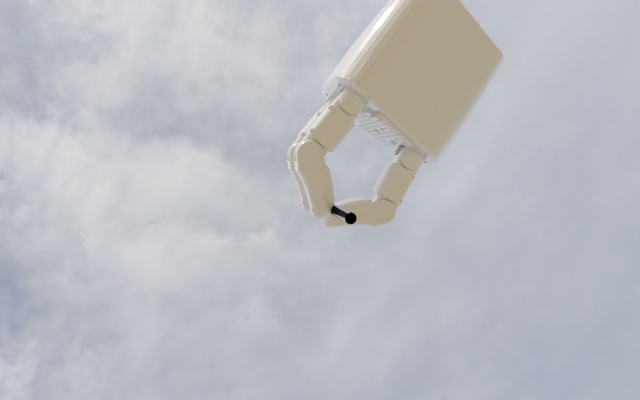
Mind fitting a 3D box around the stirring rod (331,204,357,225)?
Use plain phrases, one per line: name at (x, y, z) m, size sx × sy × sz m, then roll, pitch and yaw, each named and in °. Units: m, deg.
stirring rod at (0.000, 0.001, 0.429) m, size 0.011 × 0.011 × 0.239 m, roll 0°, pitch 5°, yaw -9°
